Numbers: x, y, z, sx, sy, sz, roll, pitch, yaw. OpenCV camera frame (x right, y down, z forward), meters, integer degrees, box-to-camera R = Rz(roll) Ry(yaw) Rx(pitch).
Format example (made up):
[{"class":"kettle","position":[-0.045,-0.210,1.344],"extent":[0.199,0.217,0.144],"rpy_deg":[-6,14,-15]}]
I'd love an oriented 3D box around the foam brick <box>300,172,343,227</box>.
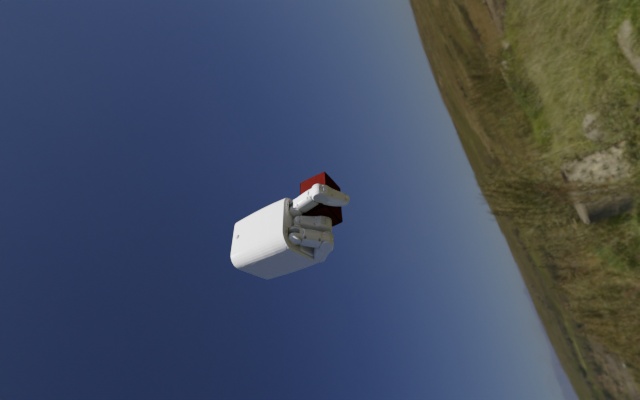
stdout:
[{"class":"foam brick","position":[0.000,0.002,0.784],"extent":[0.051,0.078,0.053],"rpy_deg":[-24,-48,23]}]
